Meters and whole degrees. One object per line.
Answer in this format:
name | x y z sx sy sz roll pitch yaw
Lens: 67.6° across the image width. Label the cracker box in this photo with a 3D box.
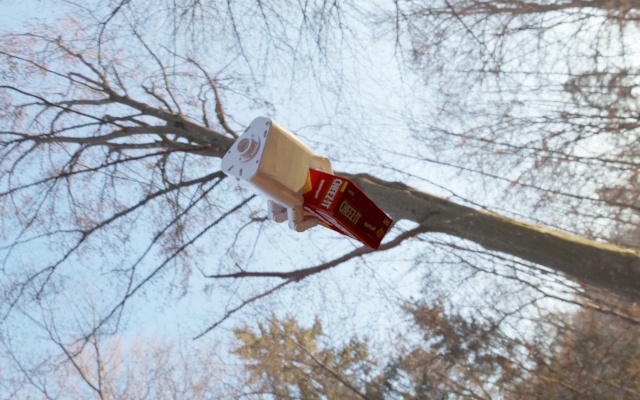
cracker box | 0.000 0.003 0.872 0.213 0.072 0.164 21 -12 41
